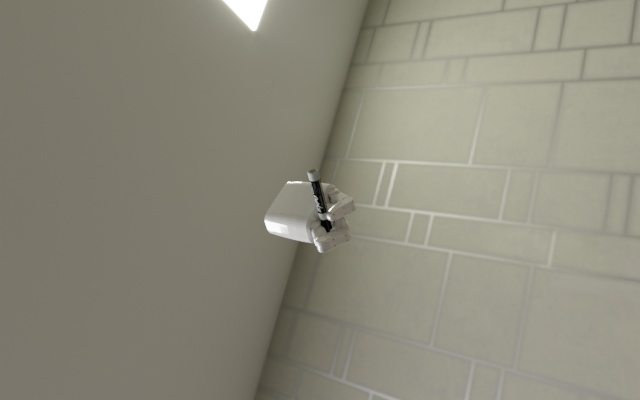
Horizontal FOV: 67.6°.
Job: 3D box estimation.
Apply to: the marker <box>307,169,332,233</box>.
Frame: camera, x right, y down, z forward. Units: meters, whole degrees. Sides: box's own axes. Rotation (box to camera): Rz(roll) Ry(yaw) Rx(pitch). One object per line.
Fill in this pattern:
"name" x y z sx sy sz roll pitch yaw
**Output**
"marker" 0.000 0.003 0.820 0.020 0.121 0.020 -11 28 6
